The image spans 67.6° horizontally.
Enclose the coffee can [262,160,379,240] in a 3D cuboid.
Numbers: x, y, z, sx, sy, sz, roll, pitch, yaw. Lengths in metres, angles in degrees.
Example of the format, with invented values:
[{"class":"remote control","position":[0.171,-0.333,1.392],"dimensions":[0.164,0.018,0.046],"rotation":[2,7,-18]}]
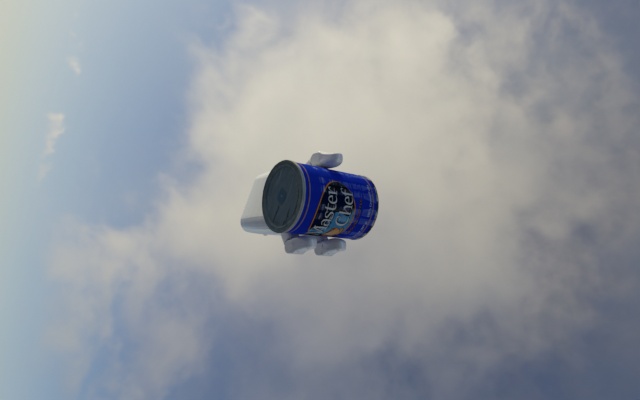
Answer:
[{"class":"coffee can","position":[0.000,0.002,0.701],"dimensions":[0.140,0.103,0.103],"rotation":[9,-5,-37]}]
